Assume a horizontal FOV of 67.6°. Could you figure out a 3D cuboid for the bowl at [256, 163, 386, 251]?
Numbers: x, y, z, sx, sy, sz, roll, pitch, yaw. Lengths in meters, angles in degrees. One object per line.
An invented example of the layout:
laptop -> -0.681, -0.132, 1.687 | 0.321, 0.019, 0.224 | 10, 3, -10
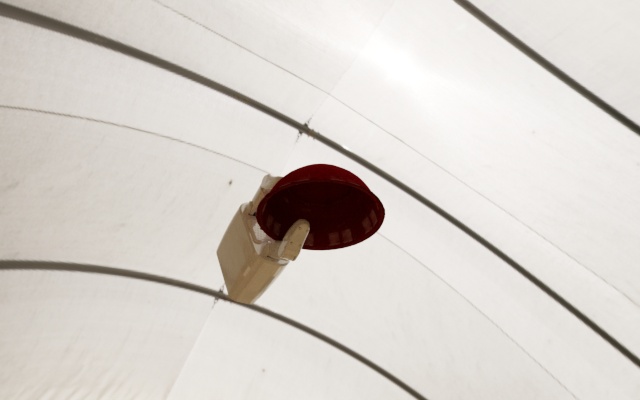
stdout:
bowl -> 0.001, 0.001, 0.612 | 0.162, 0.055, 0.162 | 0, -35, 0
